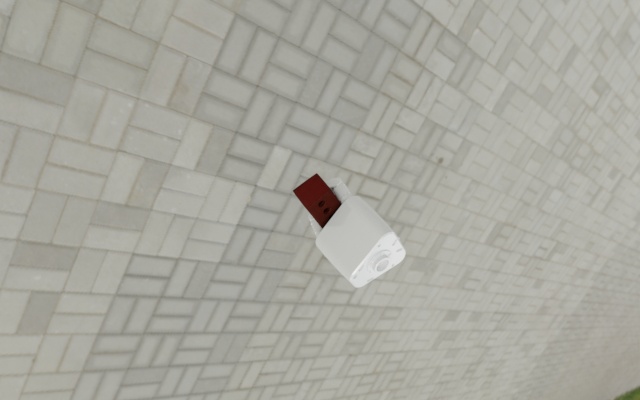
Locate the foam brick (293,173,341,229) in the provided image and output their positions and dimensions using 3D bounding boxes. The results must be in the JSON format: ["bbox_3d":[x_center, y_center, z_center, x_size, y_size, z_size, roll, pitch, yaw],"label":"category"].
[{"bbox_3d":[0.000,0.003,0.814,0.051,0.053,0.078,52,0,41],"label":"foam brick"}]
